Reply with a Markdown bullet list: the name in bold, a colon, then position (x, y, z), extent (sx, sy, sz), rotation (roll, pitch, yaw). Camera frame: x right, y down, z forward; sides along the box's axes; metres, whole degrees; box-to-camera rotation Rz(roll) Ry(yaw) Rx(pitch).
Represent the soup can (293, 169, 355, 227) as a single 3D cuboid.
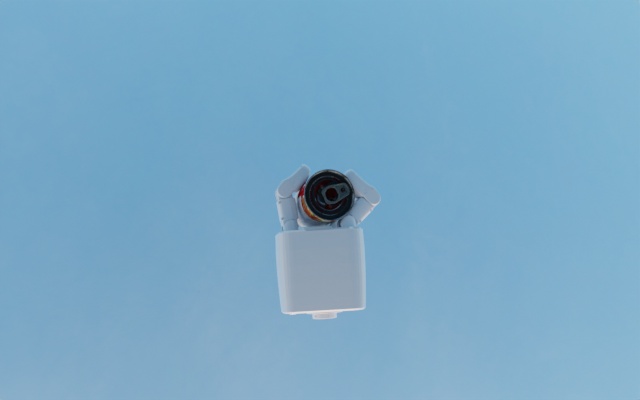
- **soup can**: position (0.000, 0.002, 0.659), extent (0.068, 0.068, 0.102), rotation (0, -11, -14)
